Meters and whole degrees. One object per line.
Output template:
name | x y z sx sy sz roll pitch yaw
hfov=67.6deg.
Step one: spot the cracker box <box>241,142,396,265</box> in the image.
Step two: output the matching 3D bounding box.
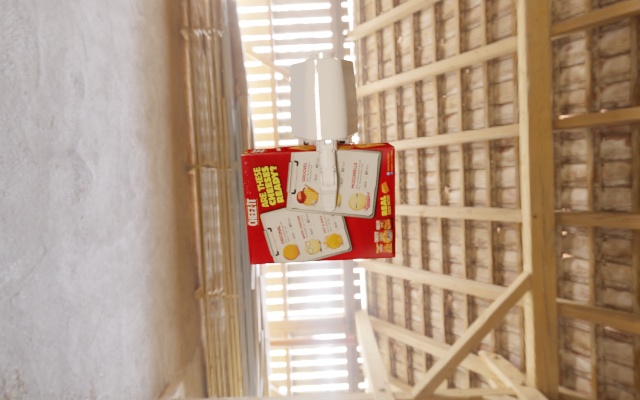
cracker box | 0.000 0.002 0.701 0.214 0.164 0.072 -3 13 0
